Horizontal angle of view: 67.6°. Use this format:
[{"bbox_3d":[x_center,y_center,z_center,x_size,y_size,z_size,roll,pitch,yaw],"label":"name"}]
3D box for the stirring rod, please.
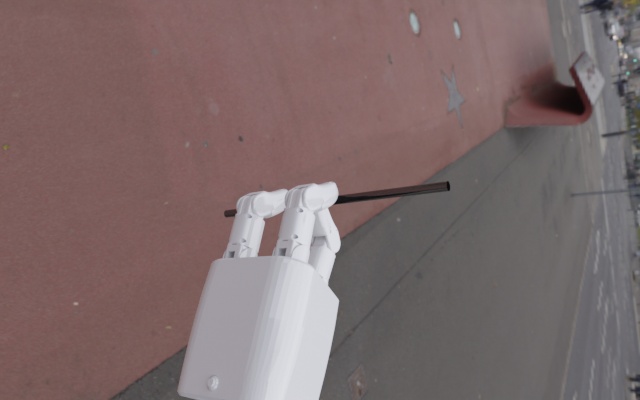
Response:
[{"bbox_3d":[0.000,0.002,0.437,0.239,0.011,0.011,-7,-4,34],"label":"stirring rod"}]
